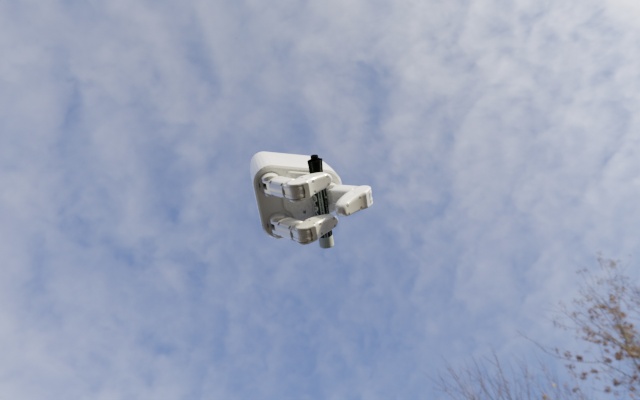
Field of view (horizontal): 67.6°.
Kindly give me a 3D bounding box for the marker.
[{"bbox_3d":[0.000,0.002,0.595,0.020,0.121,0.020,-7,20,3],"label":"marker"}]
